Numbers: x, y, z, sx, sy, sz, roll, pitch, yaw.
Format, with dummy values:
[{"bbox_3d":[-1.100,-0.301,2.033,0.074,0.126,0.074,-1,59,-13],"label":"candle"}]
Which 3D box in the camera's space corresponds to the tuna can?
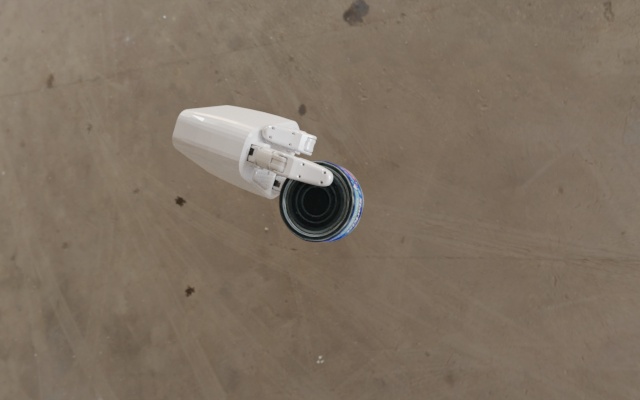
[{"bbox_3d":[0.000,0.002,0.501,0.086,0.086,0.034,0,-4,21],"label":"tuna can"}]
